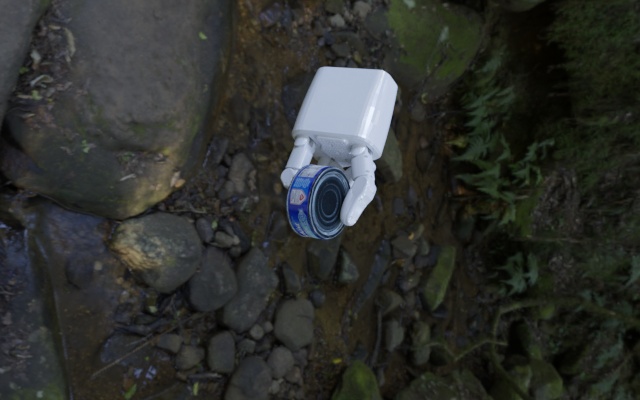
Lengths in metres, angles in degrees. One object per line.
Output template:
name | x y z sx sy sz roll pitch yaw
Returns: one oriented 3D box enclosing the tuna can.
tuna can | 0.001 0.002 0.553 0.034 0.086 0.086 7 4 36
